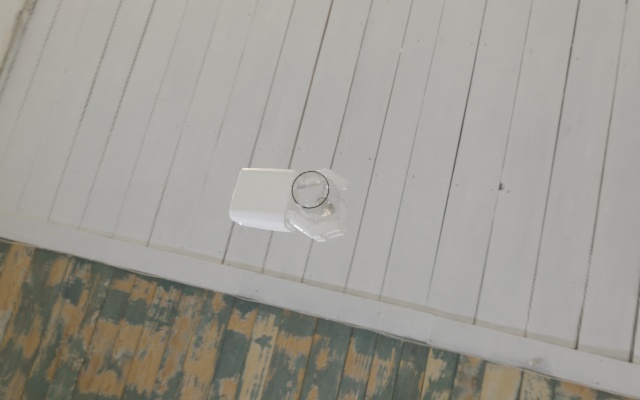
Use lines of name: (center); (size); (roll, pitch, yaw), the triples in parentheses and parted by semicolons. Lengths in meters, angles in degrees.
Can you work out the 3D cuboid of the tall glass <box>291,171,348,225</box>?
tall glass: (0.000, 0.003, 0.852); (0.079, 0.079, 0.201); (0, -12, 10)
